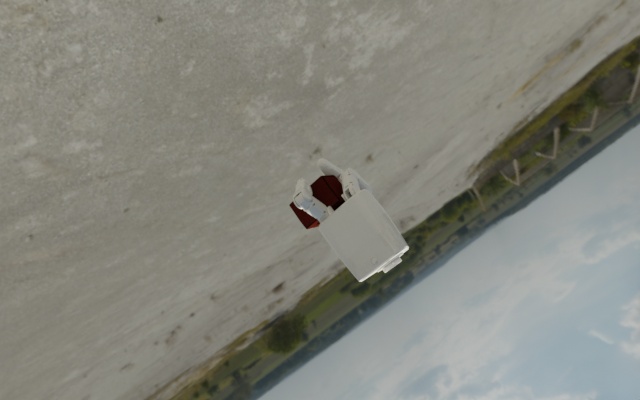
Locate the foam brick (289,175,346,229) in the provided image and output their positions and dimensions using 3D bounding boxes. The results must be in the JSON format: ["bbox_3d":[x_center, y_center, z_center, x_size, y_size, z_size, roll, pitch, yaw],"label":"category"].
[{"bbox_3d":[0.000,0.003,0.767,0.078,0.051,0.053,-41,-14,23],"label":"foam brick"}]
